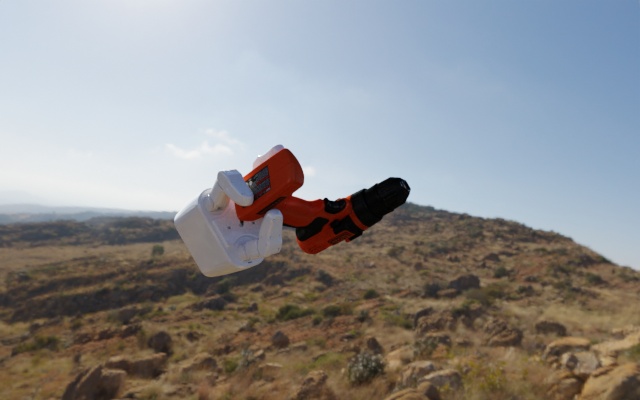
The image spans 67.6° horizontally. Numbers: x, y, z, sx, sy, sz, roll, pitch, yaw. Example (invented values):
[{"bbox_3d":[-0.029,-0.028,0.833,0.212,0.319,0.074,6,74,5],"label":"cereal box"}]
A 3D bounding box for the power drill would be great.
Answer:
[{"bbox_3d":[0.000,0.002,0.611,0.184,0.057,0.188,-33,-38,28],"label":"power drill"}]
